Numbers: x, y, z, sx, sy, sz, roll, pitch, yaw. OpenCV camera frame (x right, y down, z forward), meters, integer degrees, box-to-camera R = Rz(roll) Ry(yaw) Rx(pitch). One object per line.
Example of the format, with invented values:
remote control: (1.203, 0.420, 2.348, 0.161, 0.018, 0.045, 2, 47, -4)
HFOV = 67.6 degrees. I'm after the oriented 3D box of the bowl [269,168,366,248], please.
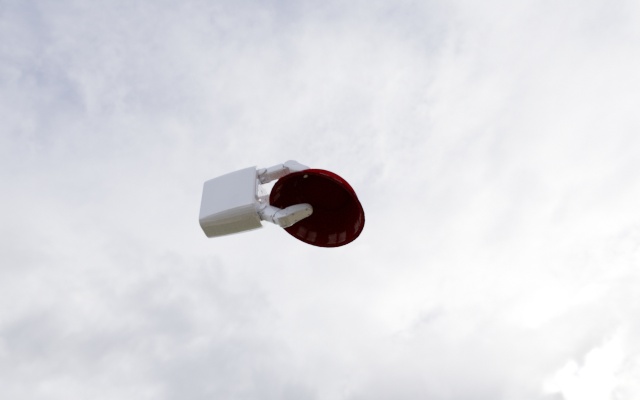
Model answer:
bowl: (0.002, 0.002, 0.784, 0.162, 0.162, 0.055, 0, 39, 22)
